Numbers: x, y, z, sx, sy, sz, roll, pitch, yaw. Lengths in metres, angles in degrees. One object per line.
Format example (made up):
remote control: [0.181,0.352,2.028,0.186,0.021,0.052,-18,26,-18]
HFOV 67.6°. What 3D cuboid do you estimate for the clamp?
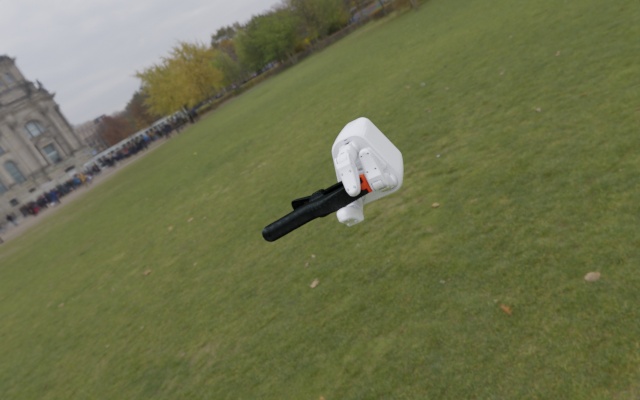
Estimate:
clamp: [0.000,0.002,0.713,0.171,0.039,0.120,-24,18,21]
